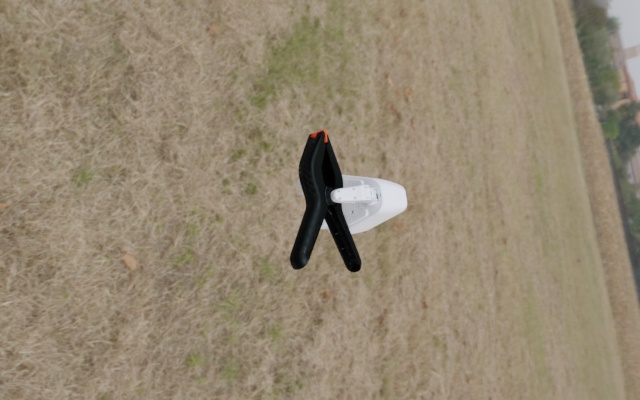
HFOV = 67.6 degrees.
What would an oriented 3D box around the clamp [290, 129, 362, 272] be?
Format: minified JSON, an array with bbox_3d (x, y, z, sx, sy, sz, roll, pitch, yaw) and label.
[{"bbox_3d":[0.001,0.002,0.665,0.036,0.210,0.164,-12,-8,29],"label":"clamp"}]
